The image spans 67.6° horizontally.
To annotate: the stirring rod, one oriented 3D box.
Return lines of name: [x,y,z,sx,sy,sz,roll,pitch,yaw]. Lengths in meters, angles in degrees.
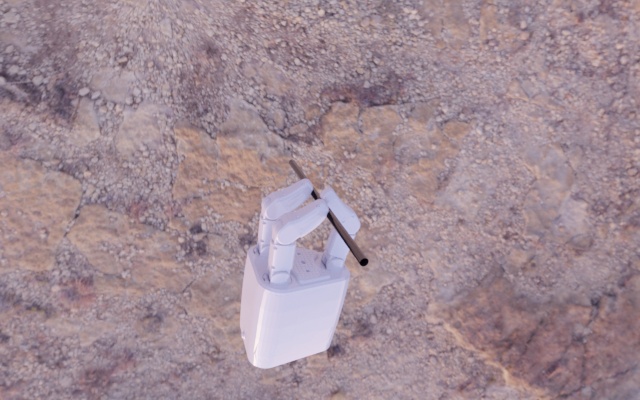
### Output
stirring rod: [0.000,0.002,0.499,0.011,0.011,0.239,0,24,-19]
